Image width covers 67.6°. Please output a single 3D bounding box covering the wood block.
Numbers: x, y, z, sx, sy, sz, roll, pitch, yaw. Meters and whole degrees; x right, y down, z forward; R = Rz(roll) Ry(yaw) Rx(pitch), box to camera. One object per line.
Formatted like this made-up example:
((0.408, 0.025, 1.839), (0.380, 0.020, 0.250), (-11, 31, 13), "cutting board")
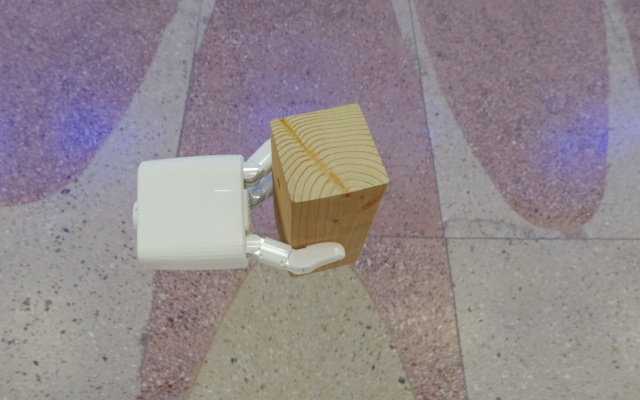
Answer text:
((0.000, 0.002, 0.516), (0.090, 0.090, 0.206), (-12, -25, -10), "wood block")
